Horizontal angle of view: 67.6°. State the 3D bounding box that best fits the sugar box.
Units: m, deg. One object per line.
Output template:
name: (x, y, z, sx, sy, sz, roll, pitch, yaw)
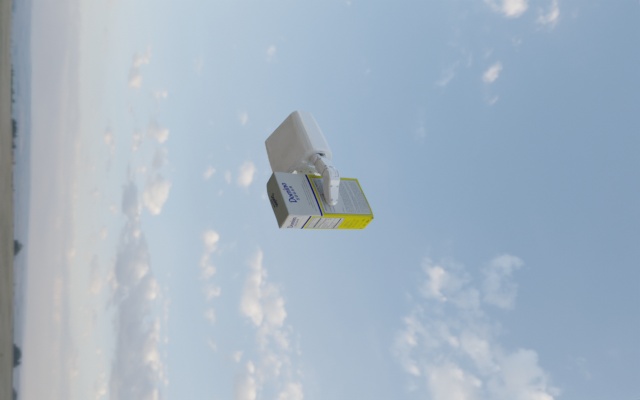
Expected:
sugar box: (0.000, 0.003, 0.821, 0.176, 0.093, 0.048, 2, -40, -32)
